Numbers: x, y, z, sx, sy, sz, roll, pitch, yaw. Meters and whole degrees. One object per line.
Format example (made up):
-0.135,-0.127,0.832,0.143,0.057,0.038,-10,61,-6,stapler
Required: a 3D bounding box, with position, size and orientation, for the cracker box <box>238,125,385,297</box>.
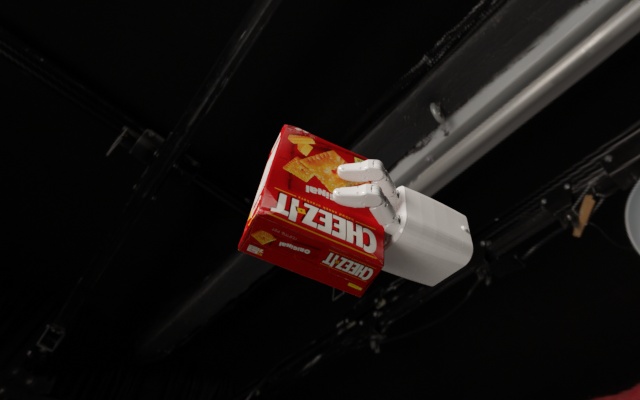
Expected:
0.000,0.002,0.633,0.164,0.072,0.213,22,36,-10,cracker box
